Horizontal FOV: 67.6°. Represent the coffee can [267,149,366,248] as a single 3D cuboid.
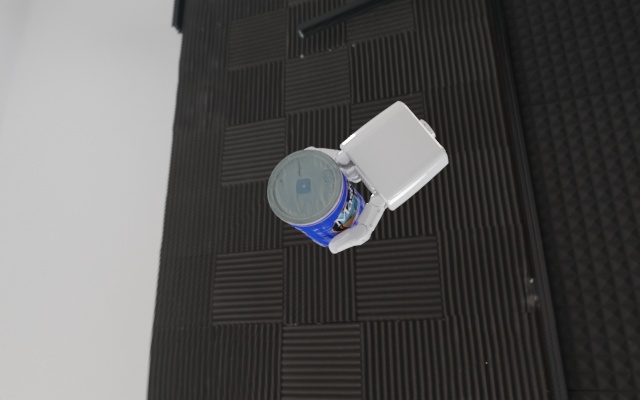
[{"bbox_3d":[0.000,0.002,0.675,0.103,0.102,0.140,0,-18,19],"label":"coffee can"}]
